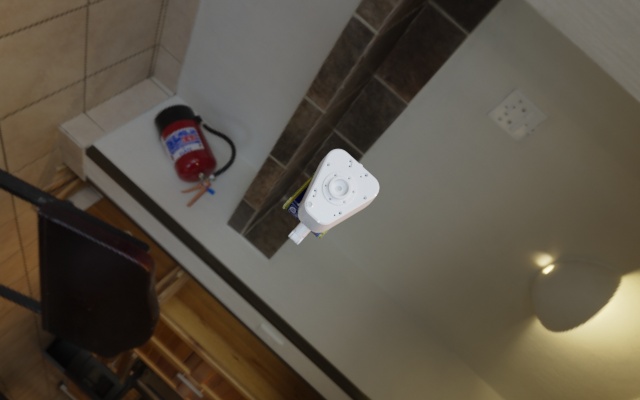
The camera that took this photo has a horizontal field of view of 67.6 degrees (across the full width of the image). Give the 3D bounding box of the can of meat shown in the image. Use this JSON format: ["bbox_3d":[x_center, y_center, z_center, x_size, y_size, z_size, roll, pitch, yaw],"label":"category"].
[{"bbox_3d":[0.000,0.003,0.824,0.084,0.102,0.057,43,-13,1],"label":"can of meat"}]
